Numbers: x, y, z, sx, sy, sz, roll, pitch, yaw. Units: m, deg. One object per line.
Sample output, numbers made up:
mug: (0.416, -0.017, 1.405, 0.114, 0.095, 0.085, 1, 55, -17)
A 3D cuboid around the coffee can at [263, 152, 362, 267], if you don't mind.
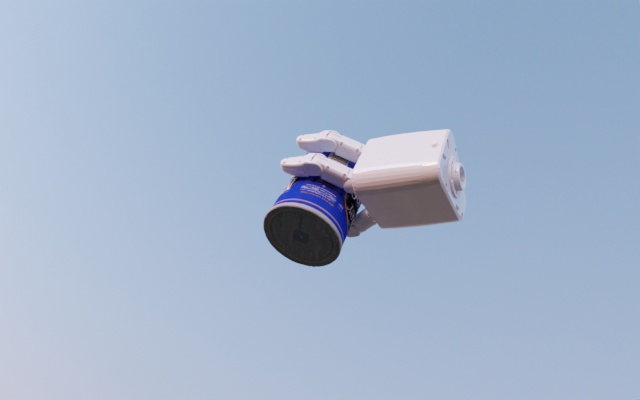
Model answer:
coffee can: (0.000, 0.002, 0.632, 0.103, 0.103, 0.140, 0, 39, 26)
